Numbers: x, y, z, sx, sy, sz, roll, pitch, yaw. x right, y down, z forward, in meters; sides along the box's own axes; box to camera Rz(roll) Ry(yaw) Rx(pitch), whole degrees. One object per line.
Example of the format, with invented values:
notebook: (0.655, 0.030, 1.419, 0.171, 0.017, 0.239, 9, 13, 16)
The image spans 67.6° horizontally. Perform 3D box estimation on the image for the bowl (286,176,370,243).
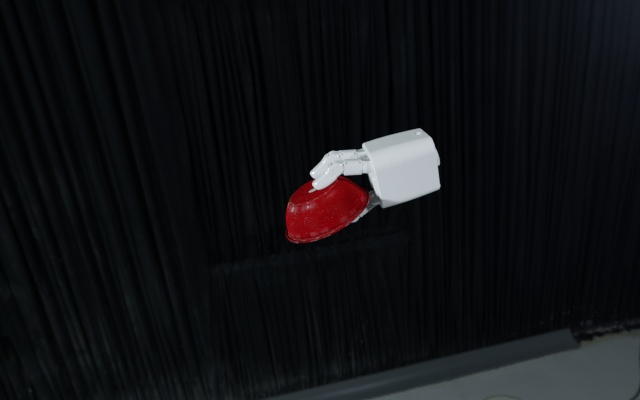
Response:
bowl: (-0.001, 0.003, 0.816, 0.162, 0.055, 0.162, -25, 22, 11)
